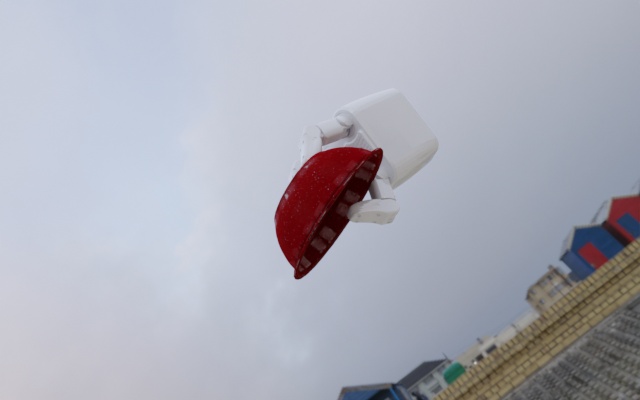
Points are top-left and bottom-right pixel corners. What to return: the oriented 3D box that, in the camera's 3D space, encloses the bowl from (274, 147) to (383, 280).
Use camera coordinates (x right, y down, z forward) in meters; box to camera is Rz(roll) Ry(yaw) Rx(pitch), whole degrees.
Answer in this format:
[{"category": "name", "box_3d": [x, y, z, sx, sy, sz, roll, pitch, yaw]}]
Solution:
[{"category": "bowl", "box_3d": [-0.001, 0.002, 0.501, 0.055, 0.162, 0.162, 33, 7, 11]}]
